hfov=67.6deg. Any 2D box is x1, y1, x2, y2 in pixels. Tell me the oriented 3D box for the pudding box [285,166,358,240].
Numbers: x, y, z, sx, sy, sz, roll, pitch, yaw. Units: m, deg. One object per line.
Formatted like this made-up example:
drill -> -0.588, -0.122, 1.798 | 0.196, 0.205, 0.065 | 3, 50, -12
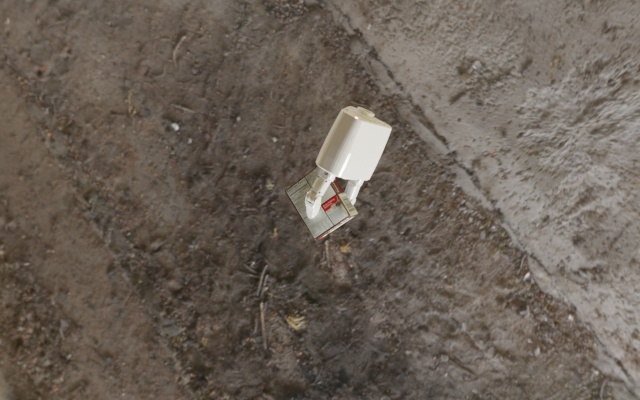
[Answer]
pudding box -> 0.000, 0.003, 0.878 | 0.090, 0.113, 0.039 | -36, -11, 26
